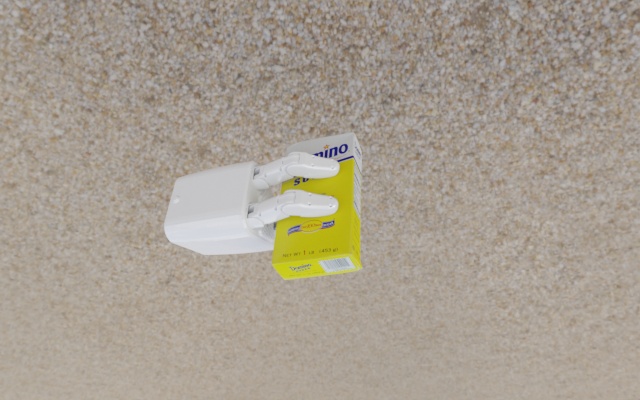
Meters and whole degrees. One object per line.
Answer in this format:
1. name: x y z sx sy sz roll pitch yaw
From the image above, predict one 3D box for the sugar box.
1. sugar box: 0.000 0.002 0.562 0.093 0.176 0.048 -9 -36 16
